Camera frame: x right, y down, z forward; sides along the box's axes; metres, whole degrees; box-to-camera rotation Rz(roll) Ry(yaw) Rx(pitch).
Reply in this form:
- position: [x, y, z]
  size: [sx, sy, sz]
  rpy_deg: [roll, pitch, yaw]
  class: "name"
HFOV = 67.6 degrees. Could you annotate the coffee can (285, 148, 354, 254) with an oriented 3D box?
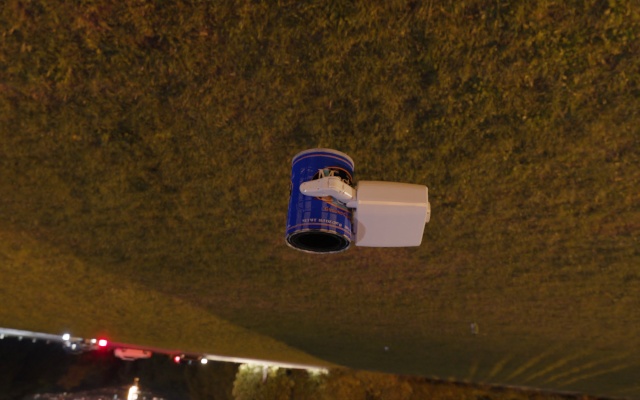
- position: [0.000, 0.002, 0.760]
  size: [0.103, 0.140, 0.103]
  rpy_deg: [3, -25, 1]
  class: "coffee can"
